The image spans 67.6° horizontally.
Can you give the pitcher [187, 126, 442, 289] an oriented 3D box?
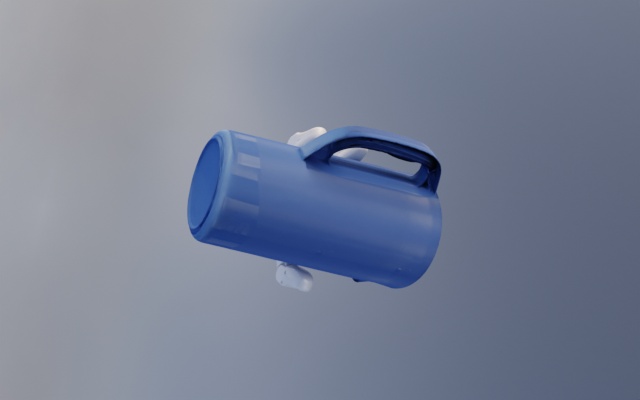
[{"bbox_3d":[0.000,0.002,0.491,0.243,0.149,0.145,14,-11,-28],"label":"pitcher"}]
